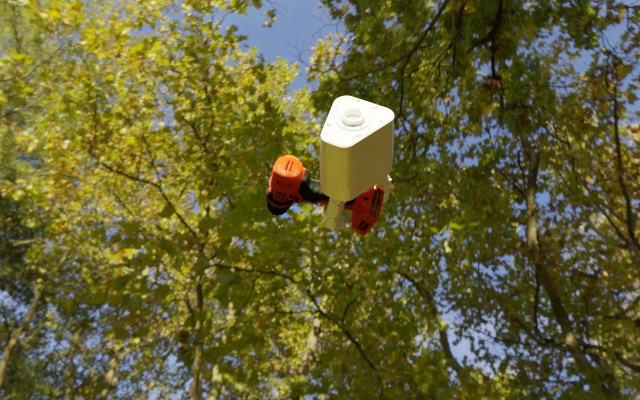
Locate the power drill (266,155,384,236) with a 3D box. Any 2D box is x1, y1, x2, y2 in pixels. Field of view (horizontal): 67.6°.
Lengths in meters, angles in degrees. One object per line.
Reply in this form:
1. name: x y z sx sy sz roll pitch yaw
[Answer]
1. power drill: 0.001 0.003 0.803 0.187 0.057 0.184 16 -22 -4
